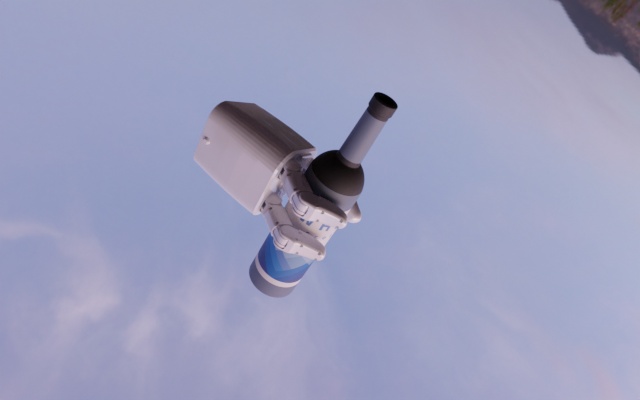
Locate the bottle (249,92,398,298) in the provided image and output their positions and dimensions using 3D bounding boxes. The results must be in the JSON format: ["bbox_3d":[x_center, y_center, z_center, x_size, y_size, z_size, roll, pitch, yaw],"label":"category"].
[{"bbox_3d":[0.000,0.002,0.557,0.069,0.069,0.296,0,-44,-38],"label":"bottle"}]
